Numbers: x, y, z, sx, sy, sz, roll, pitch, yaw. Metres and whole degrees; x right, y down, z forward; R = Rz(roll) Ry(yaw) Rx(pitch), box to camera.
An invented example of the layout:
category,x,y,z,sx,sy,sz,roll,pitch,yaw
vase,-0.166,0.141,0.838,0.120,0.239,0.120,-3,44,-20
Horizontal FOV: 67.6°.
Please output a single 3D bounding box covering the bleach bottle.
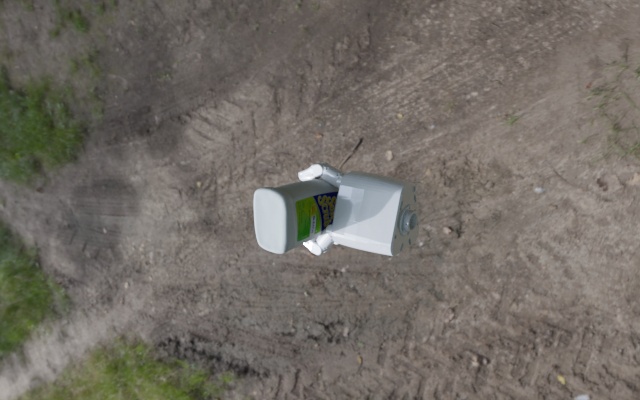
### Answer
category,x,y,z,sx,sy,sz,roll,pitch,yaw
bleach bottle,0.000,0.003,0.789,0.068,0.102,0.251,13,22,35
